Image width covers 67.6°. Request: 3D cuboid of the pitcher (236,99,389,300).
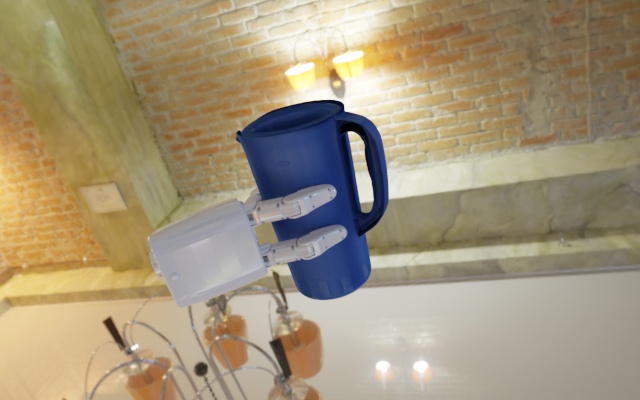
[{"bbox_3d":[0.000,0.002,0.606,0.145,0.243,0.149,-22,24,-14],"label":"pitcher"}]
